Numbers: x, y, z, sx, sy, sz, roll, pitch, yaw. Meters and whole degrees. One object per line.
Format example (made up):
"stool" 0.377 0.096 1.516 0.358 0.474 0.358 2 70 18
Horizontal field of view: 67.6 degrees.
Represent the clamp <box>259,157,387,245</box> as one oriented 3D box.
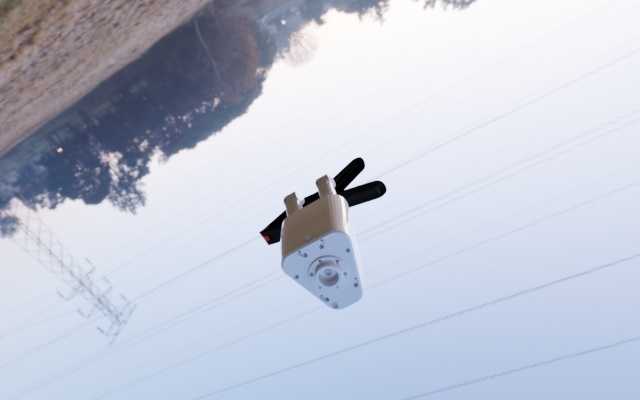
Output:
"clamp" 0.000 0.003 0.754 0.210 0.036 0.164 -29 18 11
